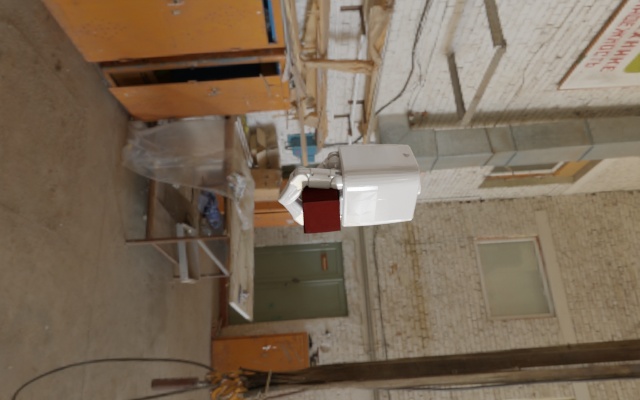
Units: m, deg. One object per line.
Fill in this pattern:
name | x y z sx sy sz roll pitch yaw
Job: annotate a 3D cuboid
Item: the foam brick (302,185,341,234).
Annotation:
foam brick | 0.000 0.002 0.668 0.051 0.053 0.078 -3 33 -1
